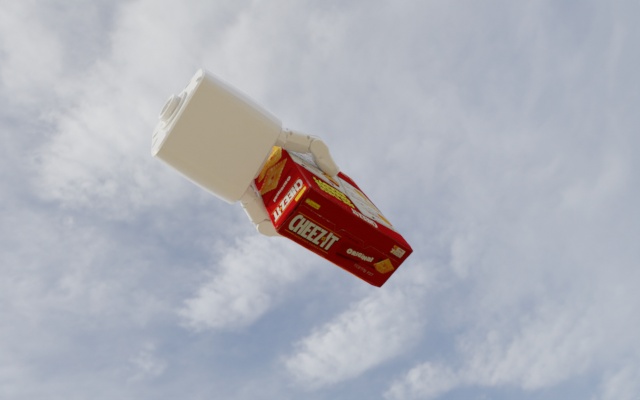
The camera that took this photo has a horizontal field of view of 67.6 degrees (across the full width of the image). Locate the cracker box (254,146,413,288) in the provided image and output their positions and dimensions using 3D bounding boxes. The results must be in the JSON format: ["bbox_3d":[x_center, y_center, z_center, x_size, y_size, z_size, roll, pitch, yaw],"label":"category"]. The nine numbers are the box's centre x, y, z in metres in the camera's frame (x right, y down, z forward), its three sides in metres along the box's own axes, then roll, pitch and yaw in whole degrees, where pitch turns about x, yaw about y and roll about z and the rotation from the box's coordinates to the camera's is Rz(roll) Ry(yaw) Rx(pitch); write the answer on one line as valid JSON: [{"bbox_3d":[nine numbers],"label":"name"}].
[{"bbox_3d":[0.000,0.002,0.617,0.164,0.072,0.213,31,13,-28],"label":"cracker box"}]
